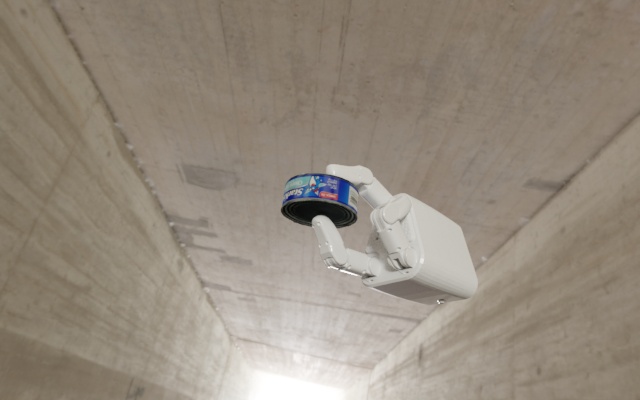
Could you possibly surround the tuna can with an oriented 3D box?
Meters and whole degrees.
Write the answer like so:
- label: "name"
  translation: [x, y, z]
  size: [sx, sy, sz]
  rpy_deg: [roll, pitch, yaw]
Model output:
- label: "tuna can"
  translation: [0.000, 0.001, 0.536]
  size: [0.086, 0.033, 0.086]
  rpy_deg: [6, -22, 2]
